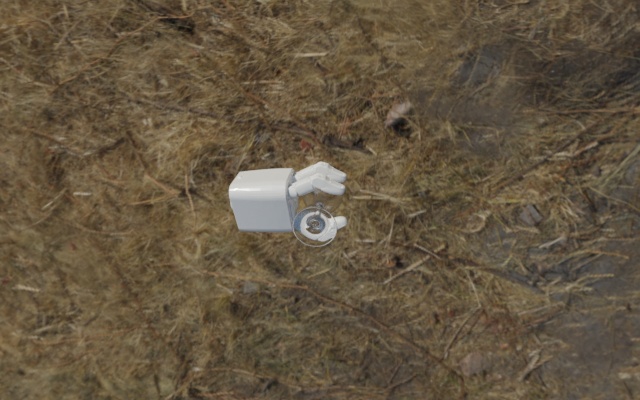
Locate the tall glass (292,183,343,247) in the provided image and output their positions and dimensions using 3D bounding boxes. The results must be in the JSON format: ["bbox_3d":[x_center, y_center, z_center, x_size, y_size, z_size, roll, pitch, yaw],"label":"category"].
[{"bbox_3d":[0.000,0.003,0.874,0.079,0.079,0.201,0,24,7],"label":"tall glass"}]
